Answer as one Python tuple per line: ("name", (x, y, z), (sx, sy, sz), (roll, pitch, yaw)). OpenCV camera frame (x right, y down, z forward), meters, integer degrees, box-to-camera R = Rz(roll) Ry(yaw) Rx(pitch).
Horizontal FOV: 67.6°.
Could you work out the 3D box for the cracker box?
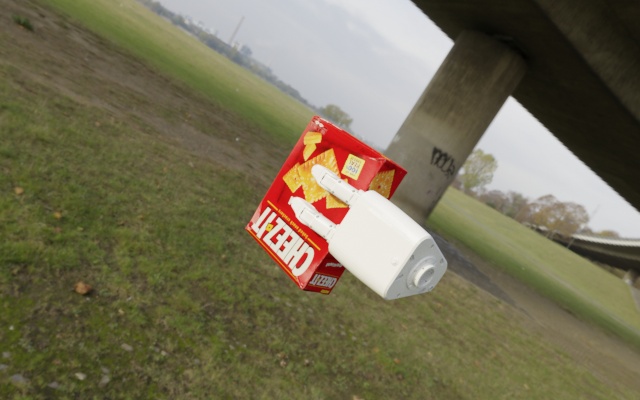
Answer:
("cracker box", (0.000, 0.002, 0.704), (0.072, 0.214, 0.164), (23, 13, -48))
